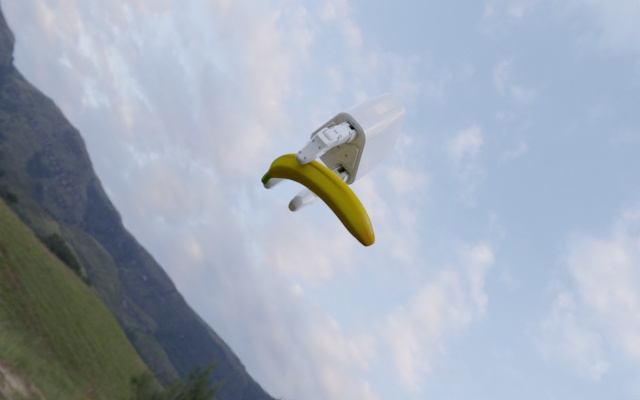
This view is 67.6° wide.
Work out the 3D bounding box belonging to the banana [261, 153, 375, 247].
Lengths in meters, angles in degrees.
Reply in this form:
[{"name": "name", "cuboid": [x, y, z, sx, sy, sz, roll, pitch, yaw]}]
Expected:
[{"name": "banana", "cuboid": [-0.001, -0.014, 0.629, 0.197, 0.070, 0.037, 32, 45, 30]}]
